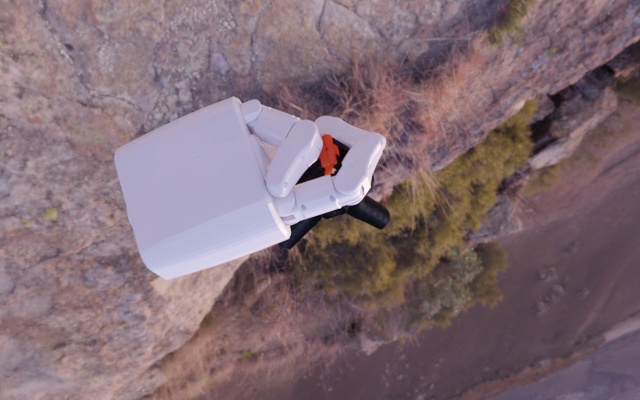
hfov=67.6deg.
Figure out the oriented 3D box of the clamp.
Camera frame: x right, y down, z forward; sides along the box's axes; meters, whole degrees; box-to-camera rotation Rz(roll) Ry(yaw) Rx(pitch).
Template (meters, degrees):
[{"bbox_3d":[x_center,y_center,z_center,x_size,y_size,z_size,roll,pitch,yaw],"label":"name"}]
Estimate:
[{"bbox_3d":[0.000,0.002,0.443,0.120,0.039,0.171,-21,-30,3],"label":"clamp"}]
